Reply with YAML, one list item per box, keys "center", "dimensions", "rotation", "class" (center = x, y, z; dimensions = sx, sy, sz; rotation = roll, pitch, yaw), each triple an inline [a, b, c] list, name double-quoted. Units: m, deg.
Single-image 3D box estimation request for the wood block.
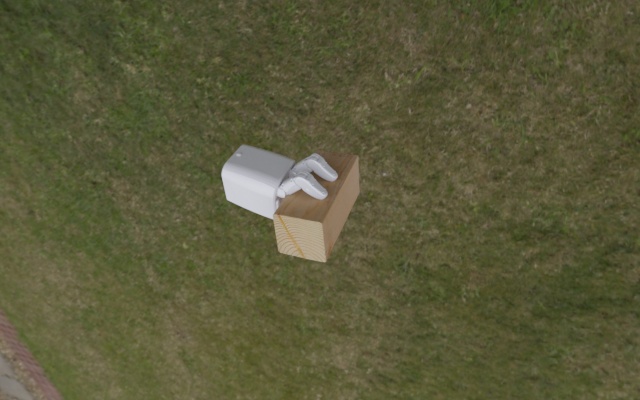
- center: [0.000, 0.003, 0.868]
  dimensions: [0.090, 0.091, 0.206]
  rotation: [10, 40, 18]
  class: "wood block"
